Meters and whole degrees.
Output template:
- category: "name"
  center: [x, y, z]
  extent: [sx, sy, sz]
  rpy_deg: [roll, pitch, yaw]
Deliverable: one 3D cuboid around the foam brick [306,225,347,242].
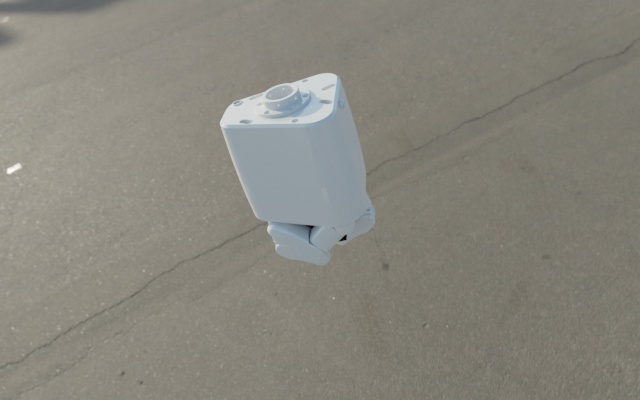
- category: "foam brick"
  center: [0.000, 0.002, 0.505]
  extent: [0.053, 0.051, 0.078]
  rpy_deg: [-8, 38, 12]
